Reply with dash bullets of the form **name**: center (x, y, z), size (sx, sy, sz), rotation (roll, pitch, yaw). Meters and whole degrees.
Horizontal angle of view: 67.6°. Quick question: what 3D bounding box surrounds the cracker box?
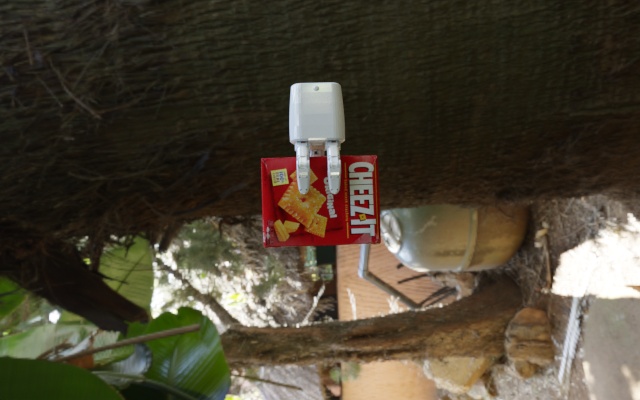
- **cracker box**: center (0.000, 0.003, 0.881), size (0.214, 0.164, 0.072), rotation (-2, -4, -2)
